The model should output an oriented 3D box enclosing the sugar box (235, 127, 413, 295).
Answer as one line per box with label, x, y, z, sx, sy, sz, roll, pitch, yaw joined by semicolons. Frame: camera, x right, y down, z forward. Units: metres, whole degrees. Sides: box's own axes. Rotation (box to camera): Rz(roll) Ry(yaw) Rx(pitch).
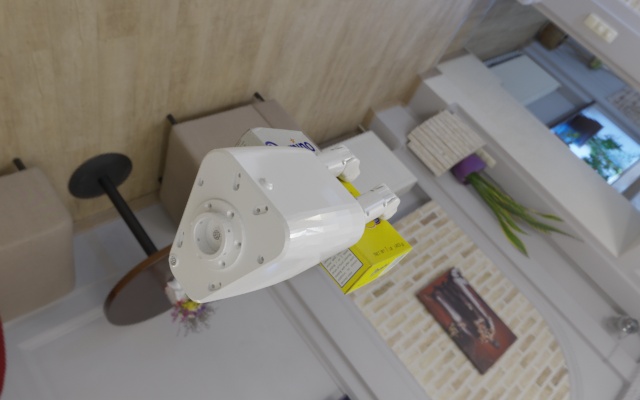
sugar box;0.000;0.001;0.460;0.048;0.176;0.093;-49;-20;25
